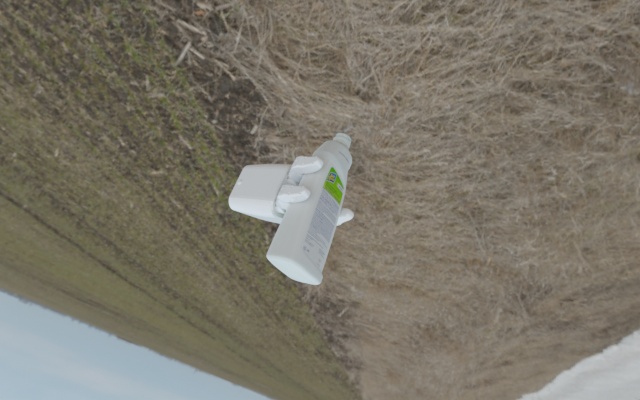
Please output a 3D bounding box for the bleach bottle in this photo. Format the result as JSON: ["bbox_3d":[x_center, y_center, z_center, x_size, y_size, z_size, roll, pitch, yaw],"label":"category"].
[{"bbox_3d":[0.000,0.003,0.783,0.068,0.250,0.103,6,-28,34],"label":"bleach bottle"}]
